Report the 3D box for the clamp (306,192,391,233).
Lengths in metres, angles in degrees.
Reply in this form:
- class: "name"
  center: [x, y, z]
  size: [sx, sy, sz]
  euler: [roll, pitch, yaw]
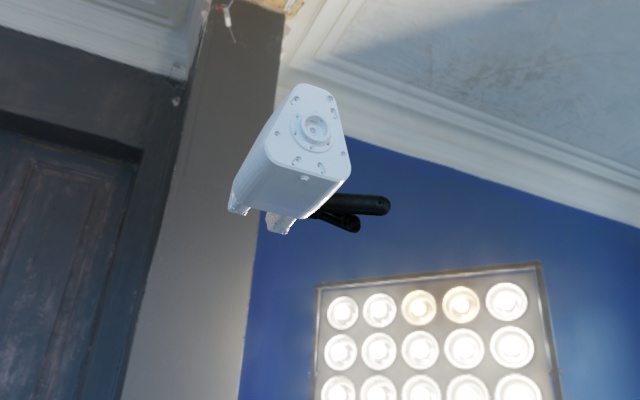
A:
- class: "clamp"
  center: [0.000, 0.001, 0.604]
  size: [0.171, 0.039, 0.120]
  euler: [14, -25, -21]
